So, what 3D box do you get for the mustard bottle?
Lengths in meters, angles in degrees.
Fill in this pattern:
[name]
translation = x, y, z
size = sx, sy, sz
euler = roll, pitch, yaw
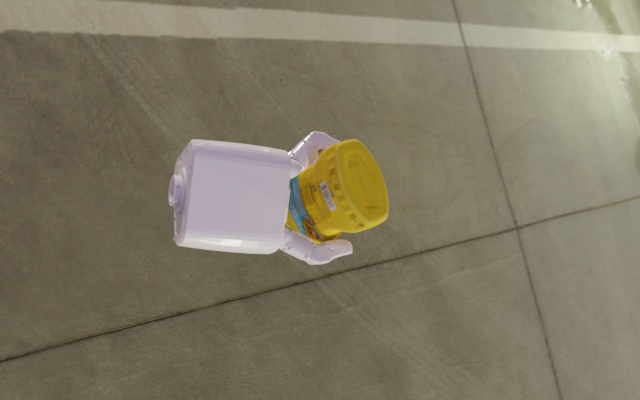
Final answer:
[mustard bottle]
translation = 0.001, 0.002, 0.574
size = 0.058, 0.096, 0.192
euler = -21, -3, -31
